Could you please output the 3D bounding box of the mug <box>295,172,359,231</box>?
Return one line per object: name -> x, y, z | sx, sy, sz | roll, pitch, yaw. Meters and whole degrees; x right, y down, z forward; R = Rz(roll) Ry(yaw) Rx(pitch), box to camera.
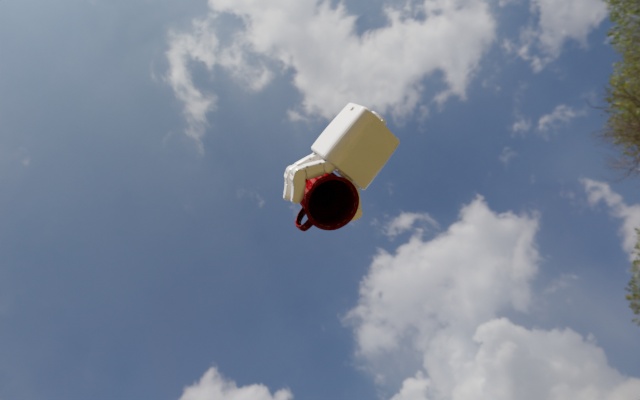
mug -> -0.001, 0.004, 0.810 | 0.093, 0.117, 0.081 | 38, 3, -25
